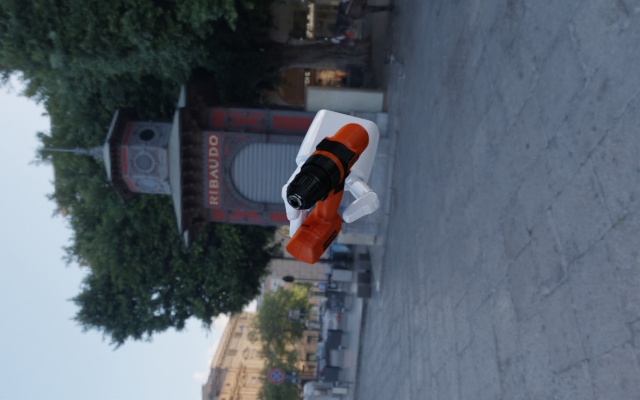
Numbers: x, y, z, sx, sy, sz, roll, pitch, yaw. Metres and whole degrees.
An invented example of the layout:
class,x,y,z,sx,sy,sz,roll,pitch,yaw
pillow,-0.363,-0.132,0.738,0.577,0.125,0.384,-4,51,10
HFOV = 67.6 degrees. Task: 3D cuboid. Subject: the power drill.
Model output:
class,x,y,z,sx,sy,sz,roll,pitch,yaw
power drill,0.000,0.002,0.667,0.057,0.188,0.184,29,45,14
